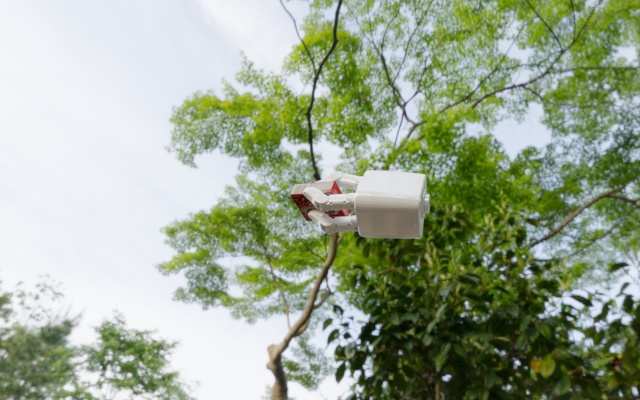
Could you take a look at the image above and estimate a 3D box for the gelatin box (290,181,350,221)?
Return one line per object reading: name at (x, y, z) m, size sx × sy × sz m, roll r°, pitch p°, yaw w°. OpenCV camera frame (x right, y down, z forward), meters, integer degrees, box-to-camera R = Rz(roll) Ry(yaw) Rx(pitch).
gelatin box at (0.000, 0.003, 0.864) m, size 0.089 × 0.030 × 0.073 m, roll -3°, pitch -45°, yaw 30°
